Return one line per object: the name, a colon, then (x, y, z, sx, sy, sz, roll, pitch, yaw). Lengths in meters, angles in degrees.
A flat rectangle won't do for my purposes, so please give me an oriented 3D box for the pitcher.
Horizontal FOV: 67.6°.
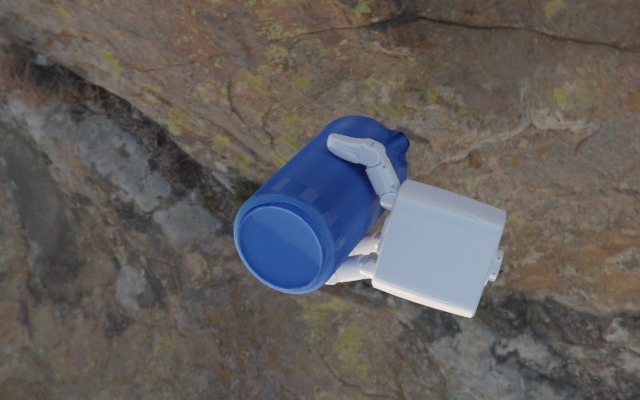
pitcher: (0.000, 0.002, 0.545, 0.145, 0.149, 0.242, 19, 30, 16)
